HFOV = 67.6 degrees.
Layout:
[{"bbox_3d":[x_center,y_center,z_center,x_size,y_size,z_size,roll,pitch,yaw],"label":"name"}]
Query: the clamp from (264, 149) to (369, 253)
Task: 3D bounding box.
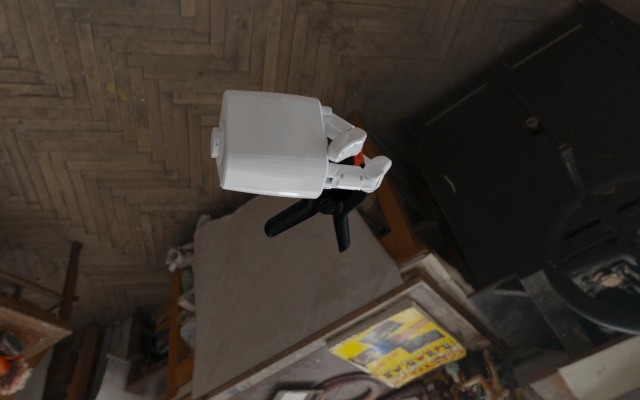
[{"bbox_3d":[0.000,0.002,0.597,0.120,0.172,0.039,4,42,-18],"label":"clamp"}]
